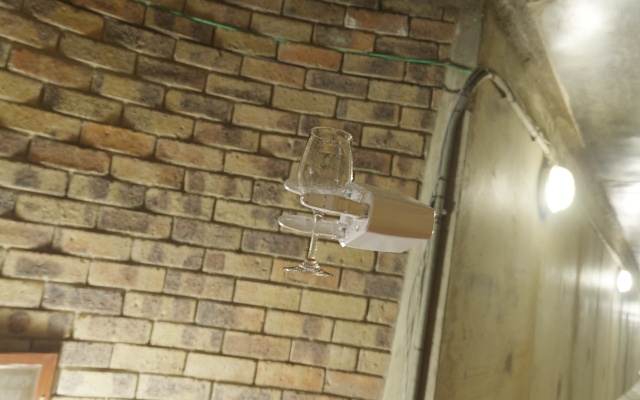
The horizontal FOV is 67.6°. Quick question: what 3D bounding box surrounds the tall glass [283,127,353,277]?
[{"bbox_3d":[0.000,0.003,0.671,0.079,0.201,0.079,9,-6,1],"label":"tall glass"}]
